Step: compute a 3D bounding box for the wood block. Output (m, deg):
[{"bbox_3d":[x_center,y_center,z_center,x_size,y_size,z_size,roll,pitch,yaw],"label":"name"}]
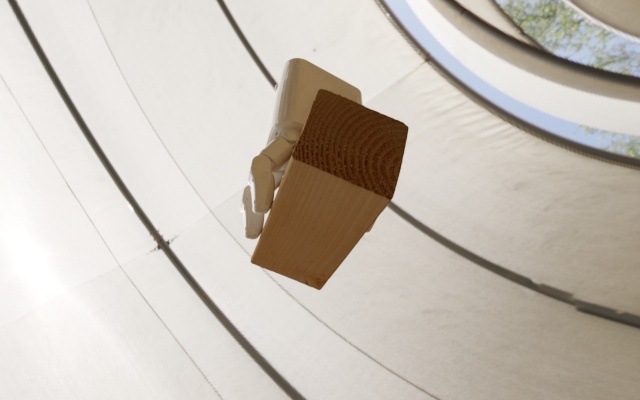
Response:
[{"bbox_3d":[0.000,0.001,0.486,0.091,0.090,0.206,22,-35,-5],"label":"wood block"}]
